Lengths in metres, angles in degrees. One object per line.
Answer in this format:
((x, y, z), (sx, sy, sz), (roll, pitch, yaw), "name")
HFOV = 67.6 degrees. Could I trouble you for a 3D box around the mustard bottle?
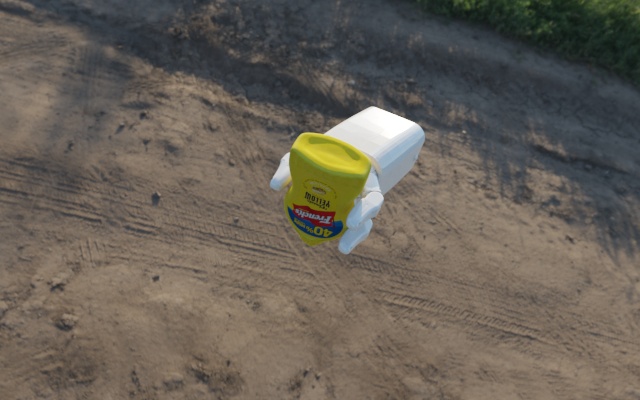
((0.000, 0.002, 0.626), (0.096, 0.058, 0.192), (21, -37, 6), "mustard bottle")
